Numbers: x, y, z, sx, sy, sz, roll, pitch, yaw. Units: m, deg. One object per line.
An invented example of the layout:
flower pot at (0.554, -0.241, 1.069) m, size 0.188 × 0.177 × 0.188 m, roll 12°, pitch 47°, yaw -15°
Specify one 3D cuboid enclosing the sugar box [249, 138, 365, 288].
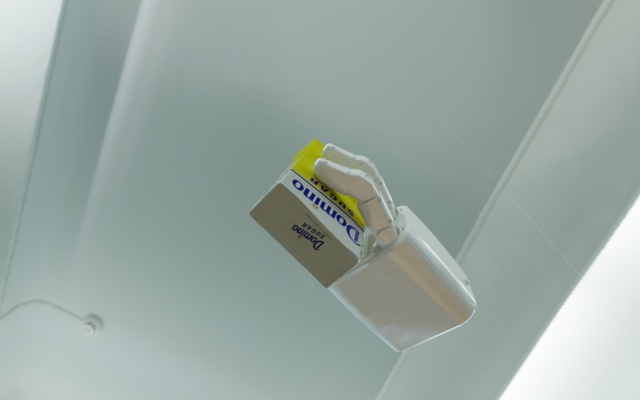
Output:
sugar box at (0.001, 0.001, 0.461) m, size 0.048 × 0.093 × 0.176 m, roll -43°, pitch 8°, yaw 17°
